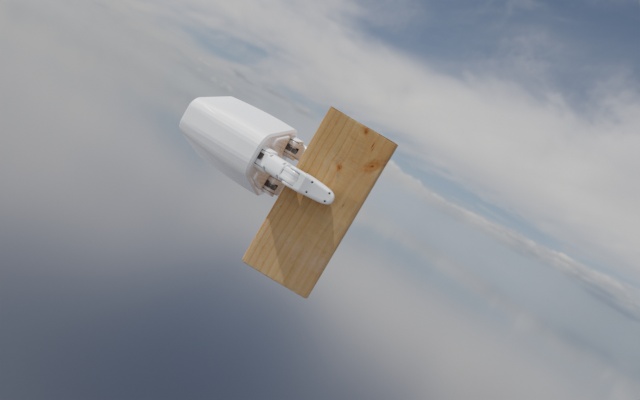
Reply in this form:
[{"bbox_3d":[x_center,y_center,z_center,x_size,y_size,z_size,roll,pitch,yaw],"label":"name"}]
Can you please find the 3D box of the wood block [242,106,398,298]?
[{"bbox_3d":[0.000,0.002,0.586,0.090,0.206,0.091,30,4,1],"label":"wood block"}]
